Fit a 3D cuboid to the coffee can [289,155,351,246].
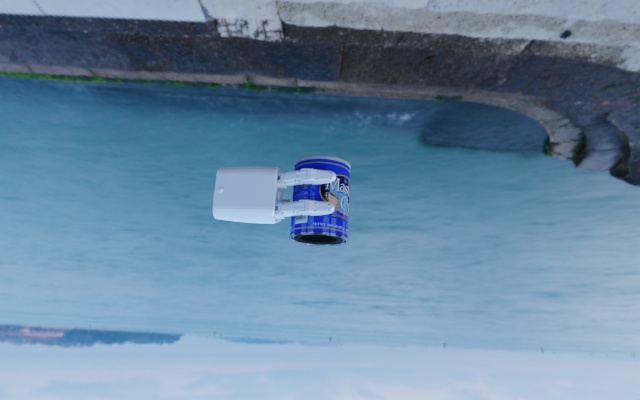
[{"bbox_3d":[0.000,0.003,0.849,0.103,0.140,0.103,3,-16,1],"label":"coffee can"}]
